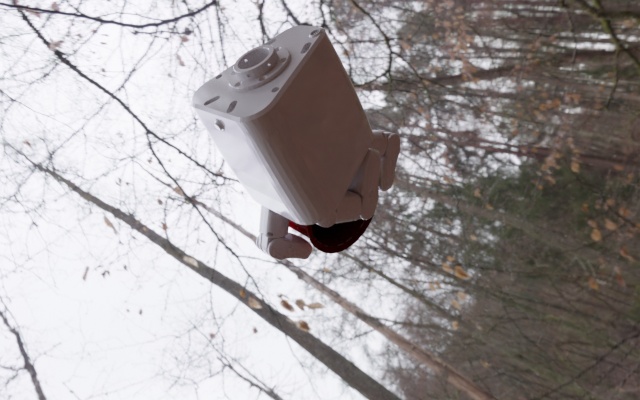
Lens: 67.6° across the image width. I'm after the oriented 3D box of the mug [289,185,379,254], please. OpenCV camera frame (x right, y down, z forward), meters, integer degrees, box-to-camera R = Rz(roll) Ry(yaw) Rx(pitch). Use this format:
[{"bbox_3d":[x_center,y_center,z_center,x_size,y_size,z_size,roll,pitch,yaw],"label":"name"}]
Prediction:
[{"bbox_3d":[0.000,0.002,0.474,0.081,0.093,0.117,25,-27,42],"label":"mug"}]
